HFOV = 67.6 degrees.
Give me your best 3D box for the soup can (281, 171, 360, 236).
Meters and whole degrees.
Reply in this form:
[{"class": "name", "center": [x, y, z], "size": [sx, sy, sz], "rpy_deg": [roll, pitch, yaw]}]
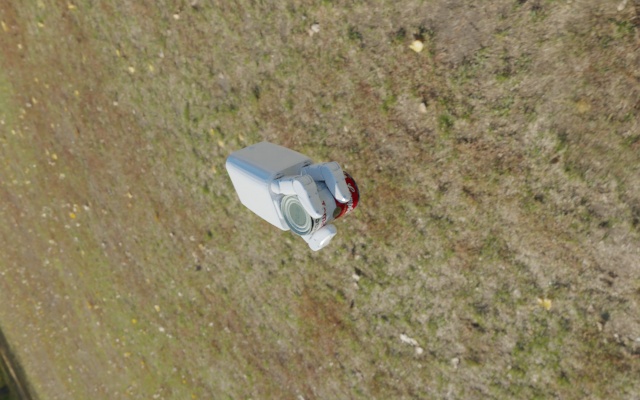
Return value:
[{"class": "soup can", "center": [0.000, 0.003, 0.707], "size": [0.102, 0.068, 0.068], "rpy_deg": [-27, 18, -38]}]
